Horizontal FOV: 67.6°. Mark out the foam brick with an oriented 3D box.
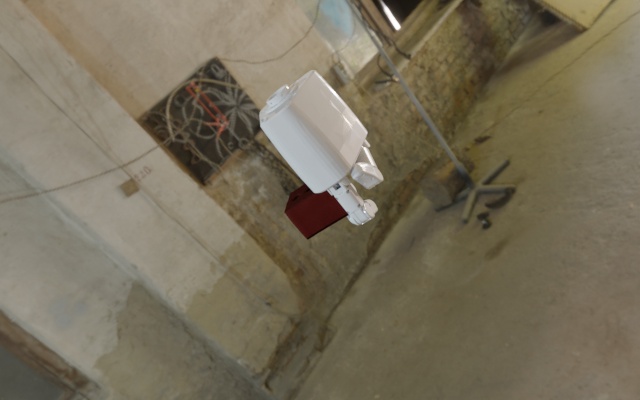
[{"bbox_3d":[0.000,0.002,0.621,0.078,0.051,0.053,-33,23,23],"label":"foam brick"}]
